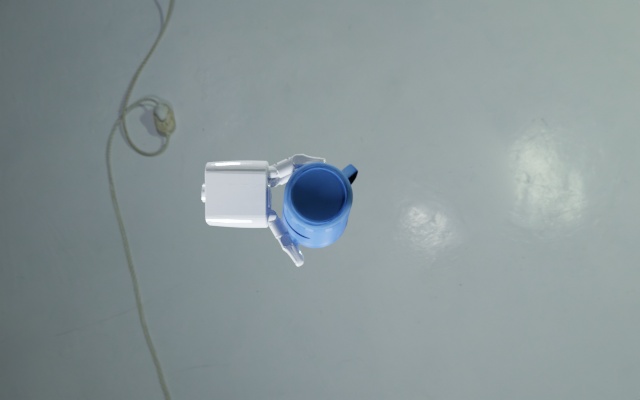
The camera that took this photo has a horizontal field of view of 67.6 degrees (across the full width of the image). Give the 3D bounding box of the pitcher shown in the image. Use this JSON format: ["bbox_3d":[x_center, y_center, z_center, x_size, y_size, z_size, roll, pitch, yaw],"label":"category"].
[{"bbox_3d":[0.000,0.003,0.851,0.145,0.149,0.243,1,-9,-2],"label":"pitcher"}]
